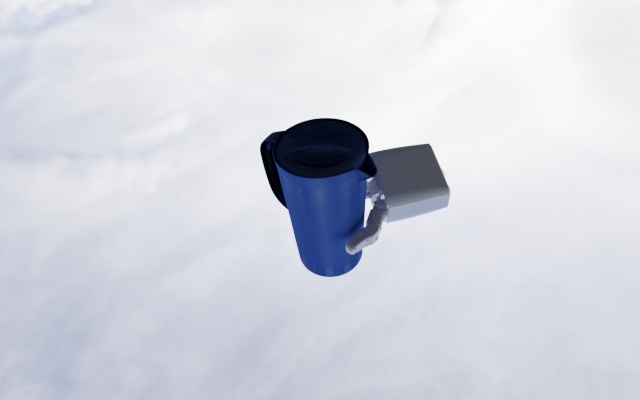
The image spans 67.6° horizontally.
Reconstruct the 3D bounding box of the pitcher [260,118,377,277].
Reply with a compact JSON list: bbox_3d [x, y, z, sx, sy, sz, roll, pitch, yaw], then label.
[{"bbox_3d":[0.000,0.002,0.735,0.145,0.243,0.149,-14,45,-8],"label":"pitcher"}]
